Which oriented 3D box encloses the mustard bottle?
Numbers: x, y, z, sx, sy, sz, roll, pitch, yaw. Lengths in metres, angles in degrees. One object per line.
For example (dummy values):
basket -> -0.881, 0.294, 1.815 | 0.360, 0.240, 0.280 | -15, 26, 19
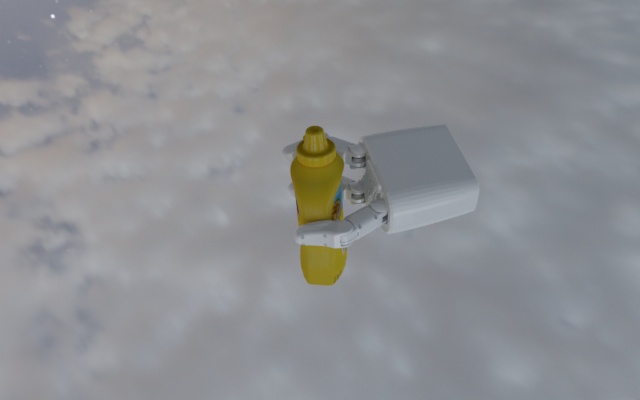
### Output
mustard bottle -> 0.000, 0.002, 0.541 | 0.058, 0.192, 0.096 | 3, 41, 8
